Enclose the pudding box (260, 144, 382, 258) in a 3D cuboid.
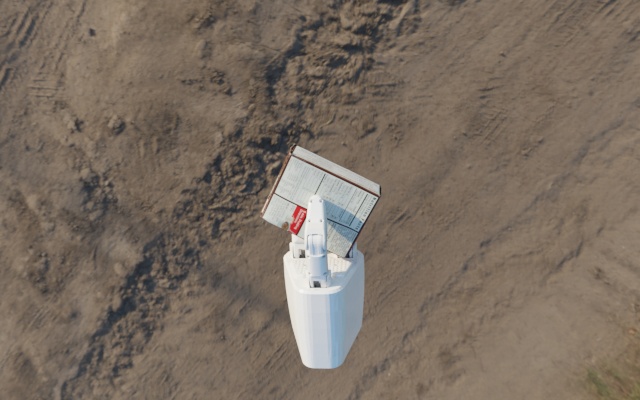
[{"bbox_3d":[0.000,0.002,0.541,0.113,0.090,0.039,25,22,-6],"label":"pudding box"}]
